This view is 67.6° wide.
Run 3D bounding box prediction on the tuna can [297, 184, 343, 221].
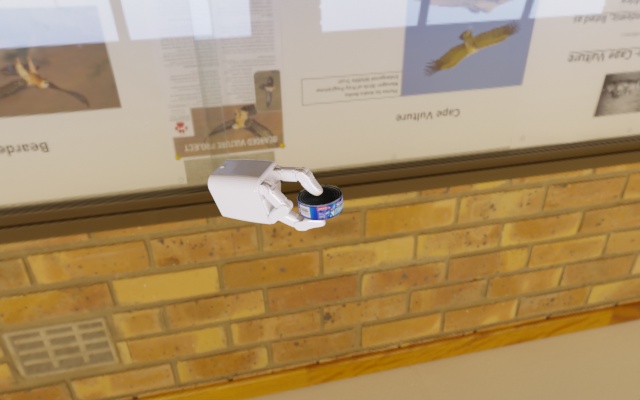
[{"bbox_3d":[0.000,0.003,0.895,0.086,0.034,0.086,-6,28,3],"label":"tuna can"}]
